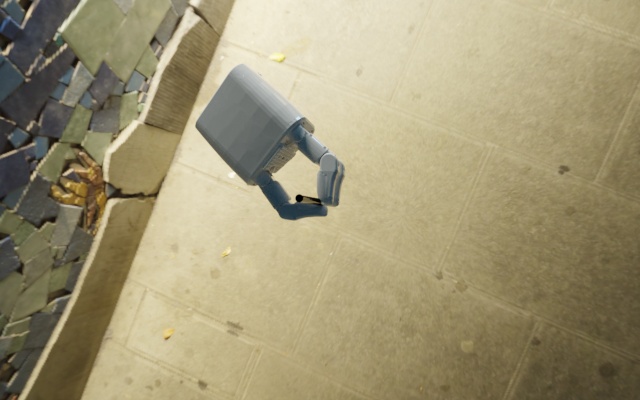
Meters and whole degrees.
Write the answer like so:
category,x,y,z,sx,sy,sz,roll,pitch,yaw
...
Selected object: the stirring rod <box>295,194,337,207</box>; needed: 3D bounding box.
category,x,y,z,sx,sy,sz,roll,pitch,yaw
stirring rod,0.000,0.002,0.571,0.011,0.011,0.239,0,-2,10
